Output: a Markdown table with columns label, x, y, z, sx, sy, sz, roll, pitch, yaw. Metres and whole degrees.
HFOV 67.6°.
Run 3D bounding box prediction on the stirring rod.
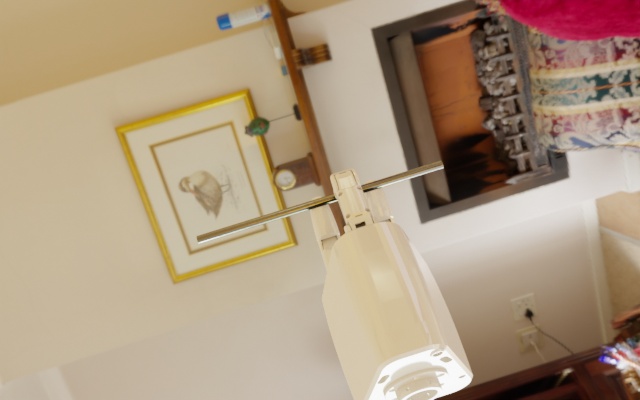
| label | x | y | z | sx | sy | sz | roll | pitch | yaw |
| --- | --- | --- | --- | --- | --- | --- | --- | --- | --- |
| stirring rod | 0.000 | 0.001 | 0.450 | 0.239 | 0.011 | 0.011 | -17 | 0 | -1 |
